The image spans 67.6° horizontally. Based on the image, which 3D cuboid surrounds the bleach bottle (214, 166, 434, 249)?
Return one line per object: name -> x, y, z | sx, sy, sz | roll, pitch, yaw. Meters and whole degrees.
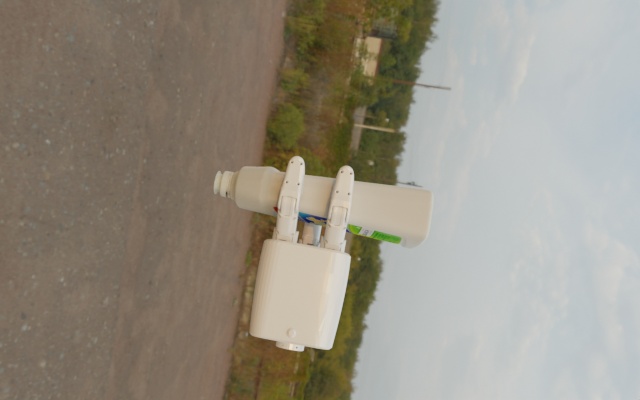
bleach bottle -> 0.000, 0.002, 0.575 | 0.251, 0.068, 0.102 | 10, -10, 1
